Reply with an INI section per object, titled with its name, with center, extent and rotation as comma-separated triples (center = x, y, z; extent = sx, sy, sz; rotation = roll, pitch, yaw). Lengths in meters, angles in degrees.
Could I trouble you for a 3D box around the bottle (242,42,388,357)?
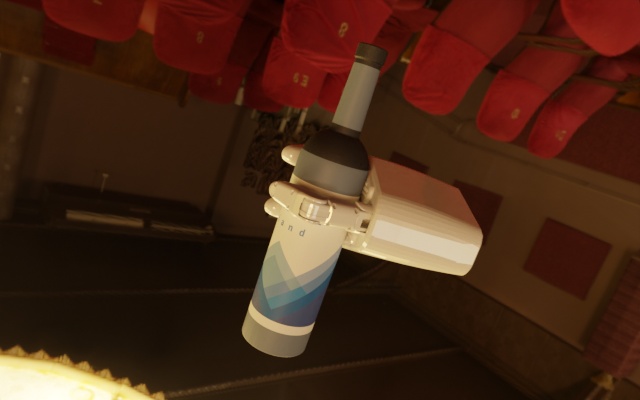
[bottle]
center = 0.000, 0.002, 0.449
extent = 0.069, 0.296, 0.069
rotation = 18, 12, -4
